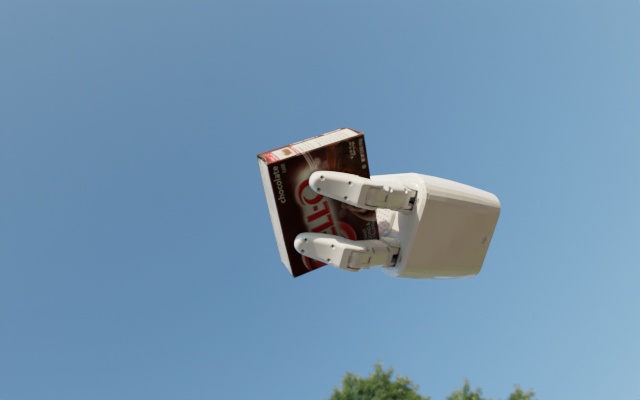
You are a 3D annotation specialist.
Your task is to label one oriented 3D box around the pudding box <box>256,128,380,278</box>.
[{"bbox_3d":[0.000,0.001,0.425,0.090,0.113,0.039,-20,24,-19],"label":"pudding box"}]
